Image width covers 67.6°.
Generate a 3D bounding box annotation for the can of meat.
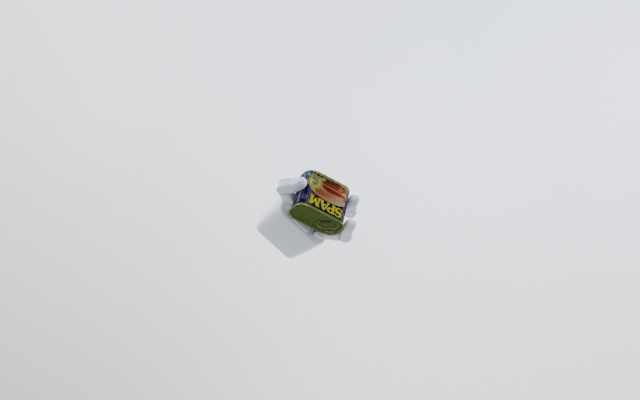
[{"bbox_3d":[0.000,0.003,0.869,0.102,0.084,0.057,28,-37,-19],"label":"can of meat"}]
